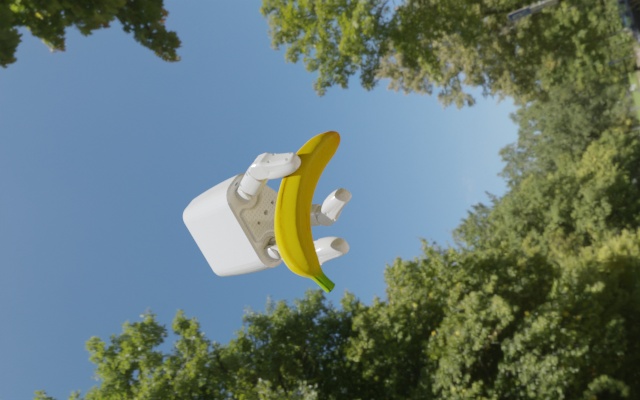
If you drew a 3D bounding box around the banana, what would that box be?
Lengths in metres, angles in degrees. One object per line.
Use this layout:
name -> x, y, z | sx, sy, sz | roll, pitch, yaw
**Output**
banana -> -0.015, -0.002, 0.517 | 0.070, 0.197, 0.037 | 23, -32, -32
